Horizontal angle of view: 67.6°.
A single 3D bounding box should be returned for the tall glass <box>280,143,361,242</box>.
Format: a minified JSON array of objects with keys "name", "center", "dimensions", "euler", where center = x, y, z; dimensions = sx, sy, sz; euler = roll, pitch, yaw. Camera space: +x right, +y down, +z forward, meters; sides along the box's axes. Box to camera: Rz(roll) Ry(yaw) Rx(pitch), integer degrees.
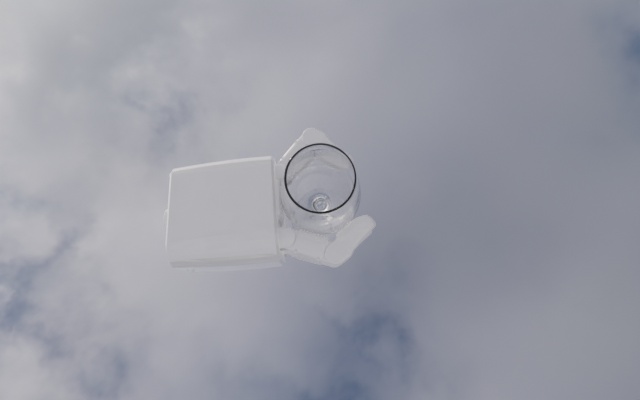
[{"name":"tall glass","center":[0.000,0.002,0.499],"dimensions":[0.079,0.079,0.201],"euler":[0,-12,0]}]
